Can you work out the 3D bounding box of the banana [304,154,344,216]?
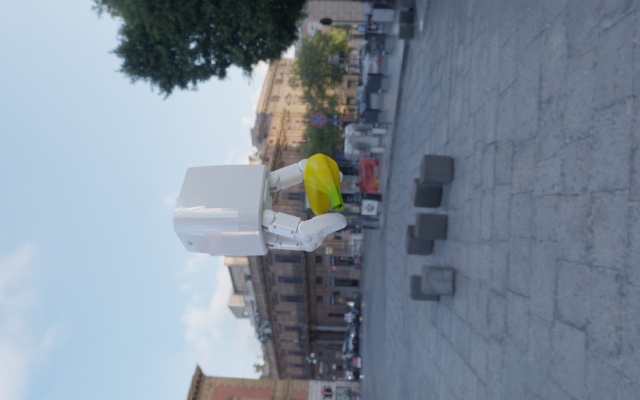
[{"bbox_3d":[0.000,-0.017,0.572,0.037,0.069,0.198,-2,-4,-3],"label":"banana"}]
